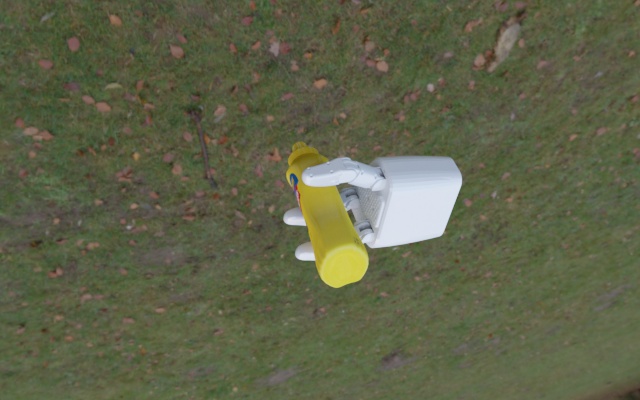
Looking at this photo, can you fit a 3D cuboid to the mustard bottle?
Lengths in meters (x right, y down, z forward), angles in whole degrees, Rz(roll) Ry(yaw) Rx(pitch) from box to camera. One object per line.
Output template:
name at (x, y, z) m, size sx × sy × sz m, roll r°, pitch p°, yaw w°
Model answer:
mustard bottle at (0.000, 0.002, 0.578) m, size 0.058 × 0.191 × 0.096 m, roll -19°, pitch -33°, yaw -1°
